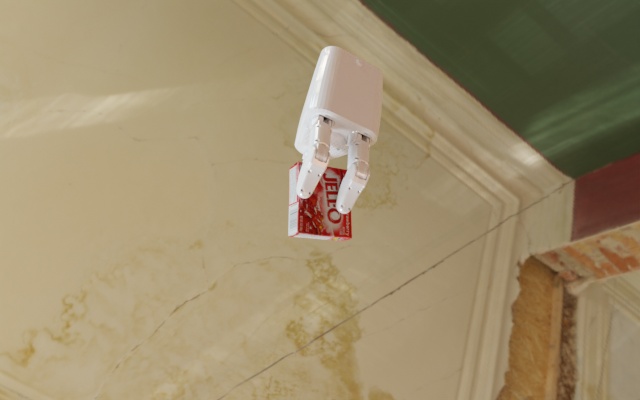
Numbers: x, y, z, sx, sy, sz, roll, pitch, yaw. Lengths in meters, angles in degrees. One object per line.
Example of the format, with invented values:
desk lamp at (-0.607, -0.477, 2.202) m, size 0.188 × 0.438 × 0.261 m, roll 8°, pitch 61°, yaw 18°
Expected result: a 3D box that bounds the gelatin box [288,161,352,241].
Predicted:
gelatin box at (0.000, 0.002, 0.578) m, size 0.073 × 0.089 × 0.030 m, roll 8°, pitch -17°, yaw -27°
